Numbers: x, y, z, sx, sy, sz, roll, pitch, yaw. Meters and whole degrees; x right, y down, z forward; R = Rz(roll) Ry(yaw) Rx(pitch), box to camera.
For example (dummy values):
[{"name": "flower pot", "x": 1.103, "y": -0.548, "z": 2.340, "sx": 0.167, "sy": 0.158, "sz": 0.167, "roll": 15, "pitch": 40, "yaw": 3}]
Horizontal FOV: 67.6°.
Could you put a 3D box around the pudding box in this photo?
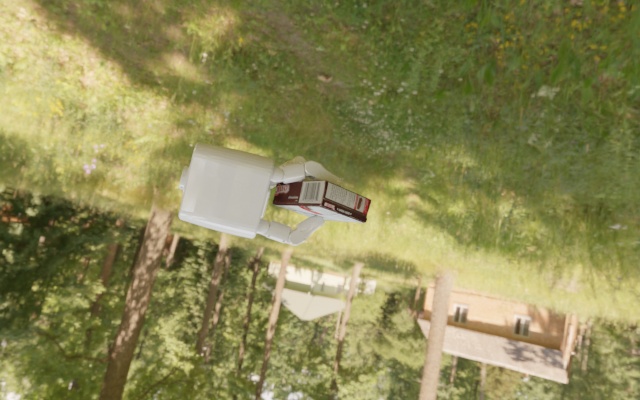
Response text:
[{"name": "pudding box", "x": 0.000, "y": 0.002, "z": 0.676, "sx": 0.090, "sy": 0.039, "sz": 0.113, "roll": 20, "pitch": -11, "yaw": -38}]
